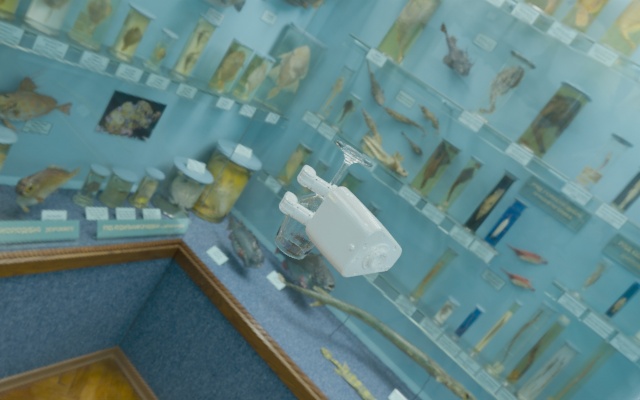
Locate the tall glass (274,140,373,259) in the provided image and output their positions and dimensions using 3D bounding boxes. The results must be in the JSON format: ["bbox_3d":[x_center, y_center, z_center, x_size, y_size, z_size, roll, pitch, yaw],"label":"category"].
[{"bbox_3d":[0.000,0.002,0.796,0.079,0.201,0.079,31,16,-10],"label":"tall glass"}]
